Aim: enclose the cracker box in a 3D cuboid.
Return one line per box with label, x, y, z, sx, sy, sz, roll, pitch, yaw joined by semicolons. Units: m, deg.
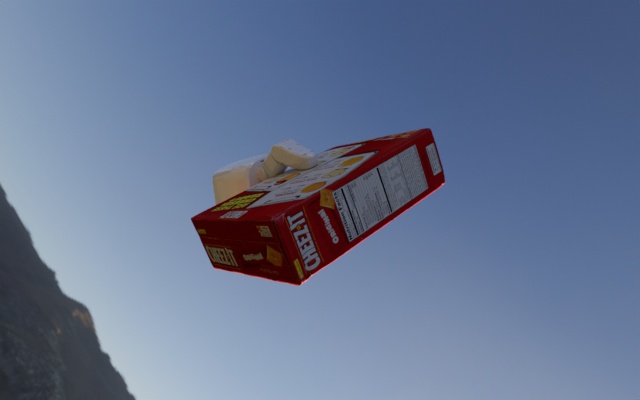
cracker box;0.000;0.001;0.498;0.213;0.072;0.164;-31;16;-34
